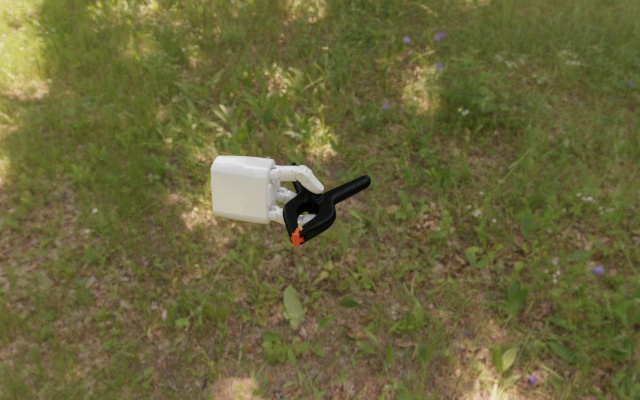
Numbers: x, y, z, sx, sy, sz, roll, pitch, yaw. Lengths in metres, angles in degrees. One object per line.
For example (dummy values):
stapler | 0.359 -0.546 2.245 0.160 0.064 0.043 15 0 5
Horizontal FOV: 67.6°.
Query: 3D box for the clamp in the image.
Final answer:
clamp | 0.000 0.002 0.857 0.164 0.036 0.209 6 40 9
